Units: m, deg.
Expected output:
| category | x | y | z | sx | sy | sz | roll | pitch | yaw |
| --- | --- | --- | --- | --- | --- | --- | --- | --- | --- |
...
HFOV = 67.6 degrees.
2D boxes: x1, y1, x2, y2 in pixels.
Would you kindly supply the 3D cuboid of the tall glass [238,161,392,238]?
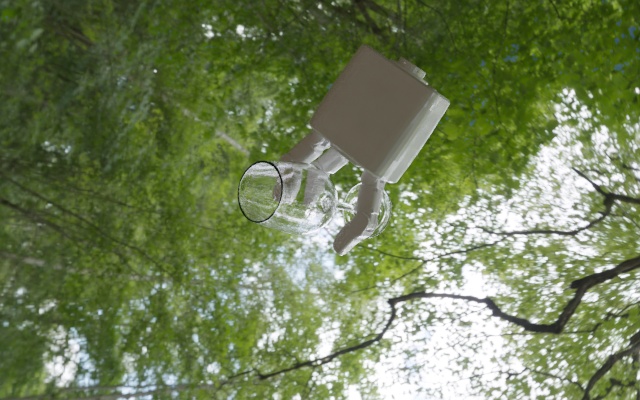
| category | x | y | z | sx | sy | sz | roll | pitch | yaw |
| --- | --- | --- | --- | --- | --- | --- | --- | --- | --- |
| tall glass | 0.000 | 0.002 | 0.544 | 0.079 | 0.079 | 0.201 | 0 | -6 | 37 |
